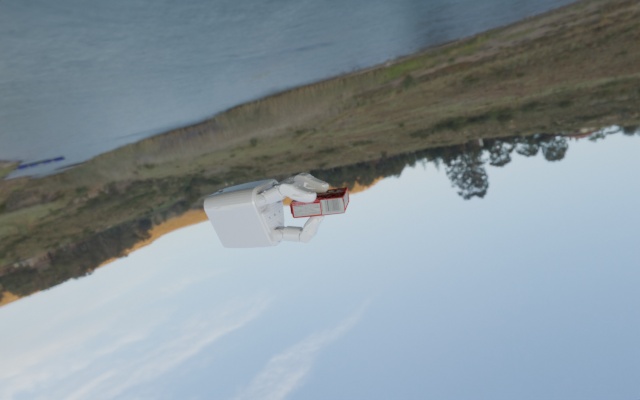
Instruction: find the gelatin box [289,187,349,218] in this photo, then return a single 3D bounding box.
[{"bbox_3d":[0.001,0.003,0.793,0.089,0.030,0.073,-6,13,11],"label":"gelatin box"}]
